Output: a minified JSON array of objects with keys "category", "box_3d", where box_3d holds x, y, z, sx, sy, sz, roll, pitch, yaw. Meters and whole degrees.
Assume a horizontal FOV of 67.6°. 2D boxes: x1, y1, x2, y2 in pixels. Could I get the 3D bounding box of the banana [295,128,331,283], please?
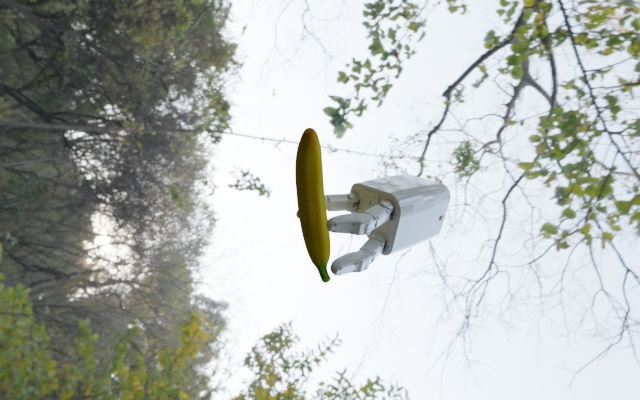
[{"category":"banana","box_3d":[-0.007,0.003,0.625,0.037,0.198,0.069,-12,12,-22]}]
